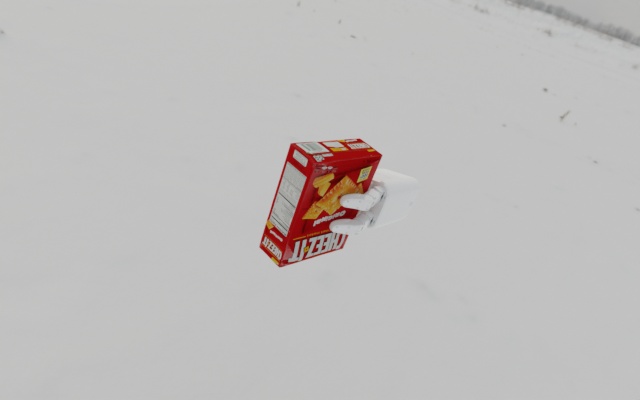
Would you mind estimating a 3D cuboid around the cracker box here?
[{"bbox_3d":[0.000,0.002,0.832,0.164,0.214,0.072,-11,41,-42],"label":"cracker box"}]
